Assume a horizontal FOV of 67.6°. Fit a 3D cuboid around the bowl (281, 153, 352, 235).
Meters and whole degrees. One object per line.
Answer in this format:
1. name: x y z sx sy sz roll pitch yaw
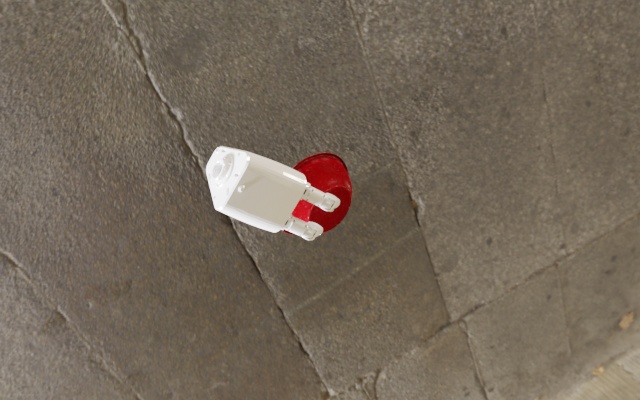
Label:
1. bowl: 0.001 0.003 0.809 0.162 0.162 0.055 0 30 -44
